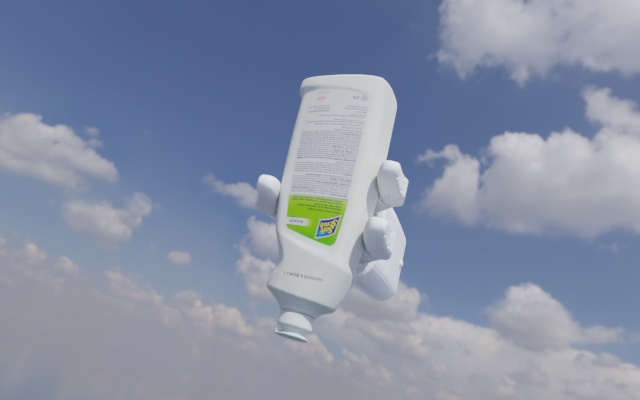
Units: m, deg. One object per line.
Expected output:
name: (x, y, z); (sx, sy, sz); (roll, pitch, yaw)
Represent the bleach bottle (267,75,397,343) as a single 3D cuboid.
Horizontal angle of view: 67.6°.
bleach bottle: (0.000, 0.001, 0.446); (0.102, 0.250, 0.068); (4, -25, 27)
